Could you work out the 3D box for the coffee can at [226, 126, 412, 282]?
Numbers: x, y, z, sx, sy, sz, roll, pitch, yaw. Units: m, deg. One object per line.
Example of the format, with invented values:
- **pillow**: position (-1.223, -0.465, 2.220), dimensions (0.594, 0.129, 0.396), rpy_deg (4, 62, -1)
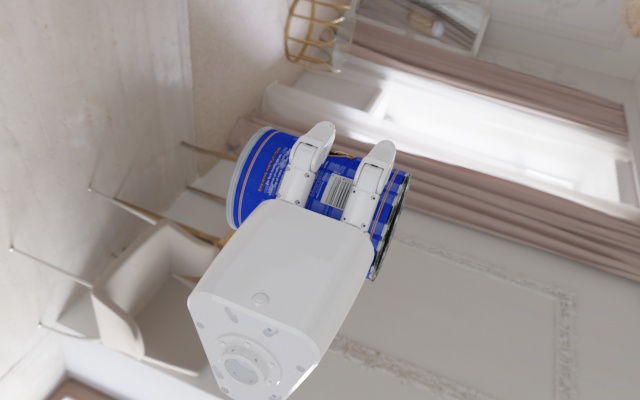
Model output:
- **coffee can**: position (0.000, 0.001, 0.439), dimensions (0.140, 0.103, 0.103), rpy_deg (19, 4, 12)
